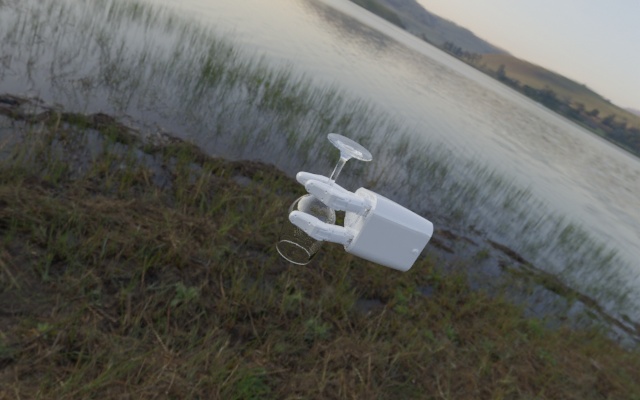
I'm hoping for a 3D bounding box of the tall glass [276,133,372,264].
[{"bbox_3d":[0.000,0.002,0.734,0.079,0.201,0.079,24,22,-11],"label":"tall glass"}]
